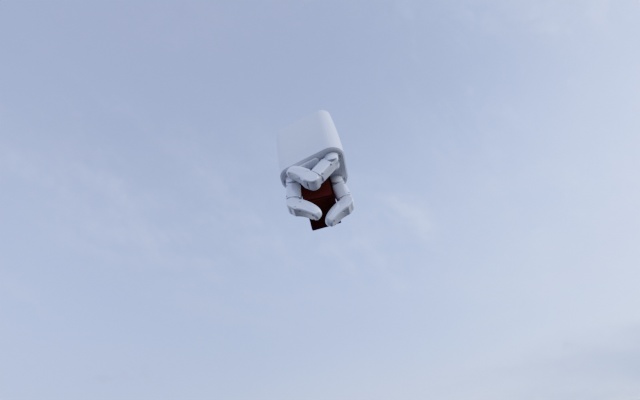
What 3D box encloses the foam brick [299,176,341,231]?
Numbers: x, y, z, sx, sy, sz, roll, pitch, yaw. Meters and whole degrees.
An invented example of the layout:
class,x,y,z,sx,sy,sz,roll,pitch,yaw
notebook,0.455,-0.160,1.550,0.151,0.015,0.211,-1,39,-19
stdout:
class,x,y,z,sx,sy,sz,roll,pitch,yaw
foam brick,0.000,0.003,0.792,0.053,0.051,0.078,-14,-41,0
